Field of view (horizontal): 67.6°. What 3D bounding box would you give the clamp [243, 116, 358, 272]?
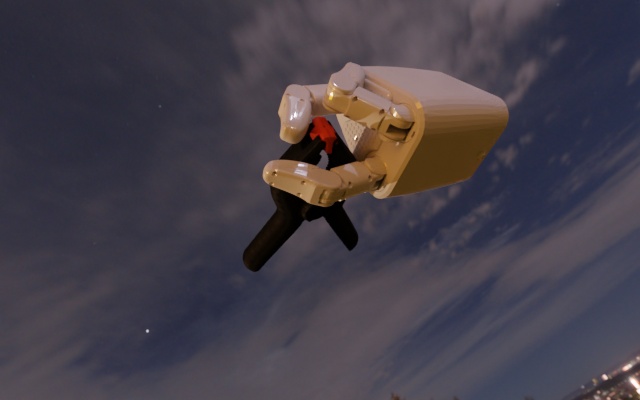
[{"bbox_3d":[0.000,0.001,0.437,0.120,0.039,0.172,-9,-39,-31],"label":"clamp"}]
